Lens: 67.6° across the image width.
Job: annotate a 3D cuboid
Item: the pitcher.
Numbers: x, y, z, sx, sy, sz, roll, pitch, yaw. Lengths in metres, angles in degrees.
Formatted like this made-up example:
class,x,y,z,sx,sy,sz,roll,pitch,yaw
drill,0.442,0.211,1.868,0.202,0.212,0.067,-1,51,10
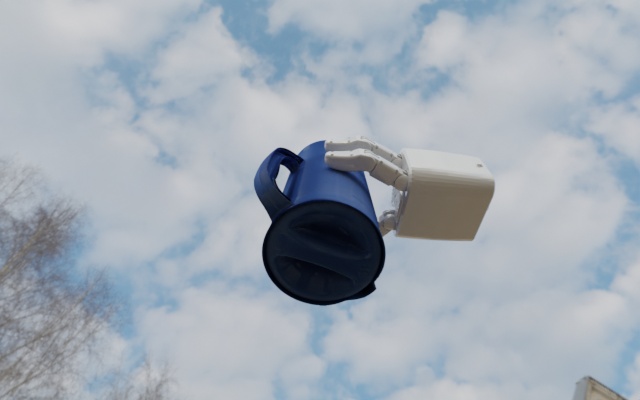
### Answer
class,x,y,z,sx,sy,sz,roll,pitch,yaw
pitcher,0.000,0.002,0.609,0.145,0.149,0.242,2,26,0
